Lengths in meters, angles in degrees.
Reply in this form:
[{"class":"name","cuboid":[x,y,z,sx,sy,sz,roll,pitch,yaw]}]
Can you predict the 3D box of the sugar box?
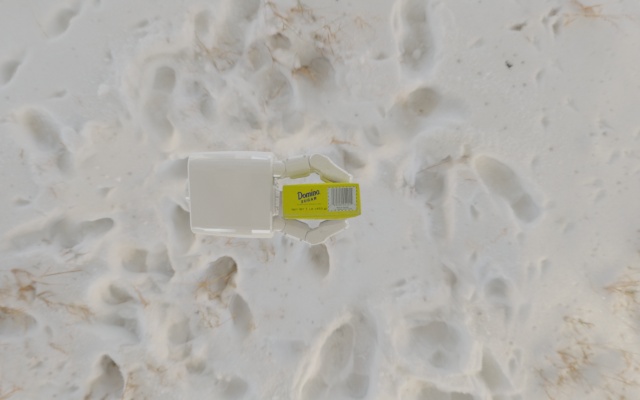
[{"class":"sugar box","cuboid":[0.000,0.002,0.642,0.093,0.048,0.176,-1,1,-1]}]
